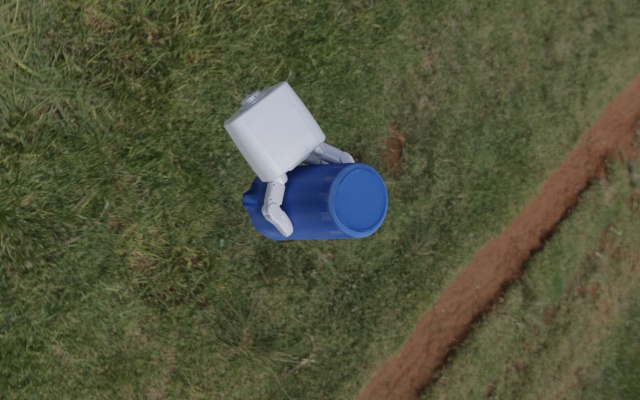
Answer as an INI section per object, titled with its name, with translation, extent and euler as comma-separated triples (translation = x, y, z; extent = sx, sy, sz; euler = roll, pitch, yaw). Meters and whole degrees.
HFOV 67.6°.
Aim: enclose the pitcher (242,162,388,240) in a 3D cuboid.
[pitcher]
translation = 0.000, 0.002, 0.773
extent = 0.149, 0.145, 0.243
euler = -45, 23, -27
